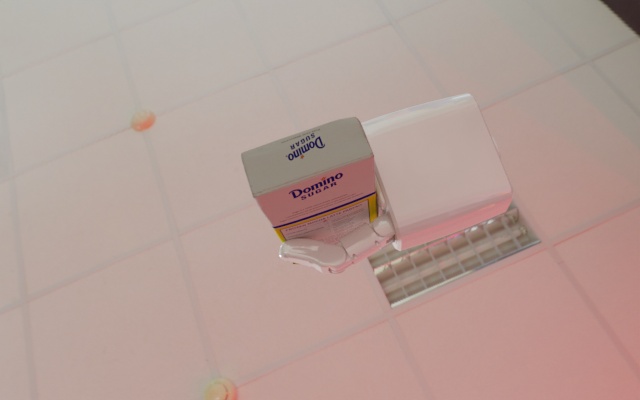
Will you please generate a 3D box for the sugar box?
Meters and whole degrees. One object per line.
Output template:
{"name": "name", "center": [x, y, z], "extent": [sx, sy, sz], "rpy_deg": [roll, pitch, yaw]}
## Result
{"name": "sugar box", "center": [0.000, 0.001, 0.419], "extent": [0.093, 0.048, 0.176], "rpy_deg": [-19, -27, -2]}
